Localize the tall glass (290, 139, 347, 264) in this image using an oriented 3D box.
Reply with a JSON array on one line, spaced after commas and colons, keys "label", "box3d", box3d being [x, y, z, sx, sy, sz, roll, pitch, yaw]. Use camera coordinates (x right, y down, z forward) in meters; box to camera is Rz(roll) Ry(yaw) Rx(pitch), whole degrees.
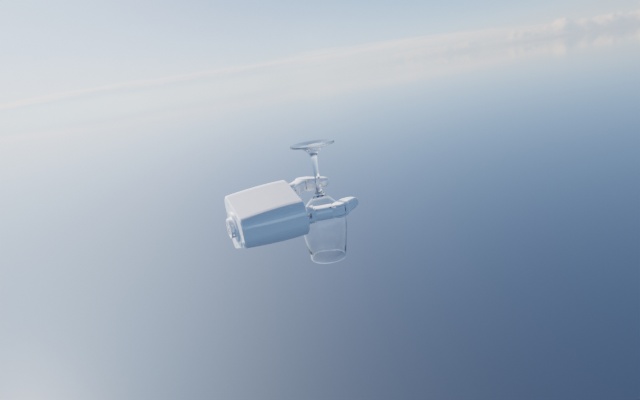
[{"label": "tall glass", "box3d": [0.000, 0.002, 0.804, 0.079, 0.201, 0.079, -8, 15, 2]}]
